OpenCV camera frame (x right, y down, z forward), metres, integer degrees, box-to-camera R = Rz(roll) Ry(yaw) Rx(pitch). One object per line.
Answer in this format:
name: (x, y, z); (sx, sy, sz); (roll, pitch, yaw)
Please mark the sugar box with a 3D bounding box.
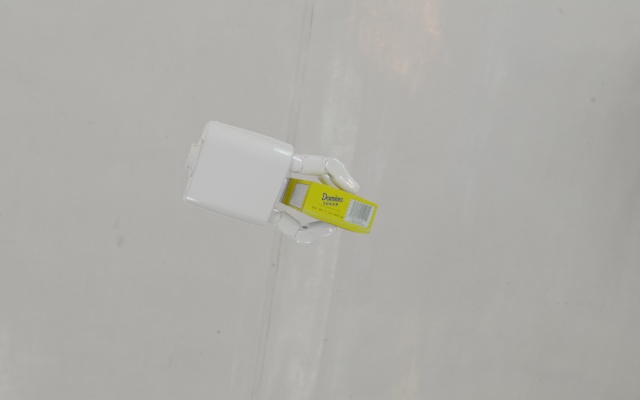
sugar box: (0.000, 0.002, 0.650); (0.093, 0.048, 0.176); (20, 1, -18)
